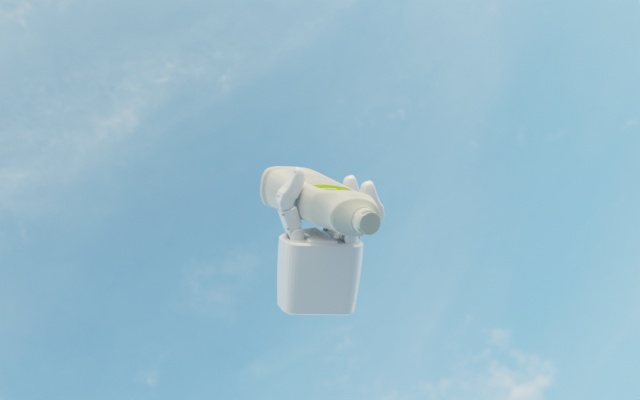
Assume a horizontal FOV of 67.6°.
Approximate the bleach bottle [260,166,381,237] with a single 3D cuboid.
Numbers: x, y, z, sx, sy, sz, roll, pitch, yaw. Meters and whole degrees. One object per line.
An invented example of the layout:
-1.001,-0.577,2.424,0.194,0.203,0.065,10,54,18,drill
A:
0.000,0.002,0.671,0.102,0.068,0.250,-1,12,-24,bleach bottle
